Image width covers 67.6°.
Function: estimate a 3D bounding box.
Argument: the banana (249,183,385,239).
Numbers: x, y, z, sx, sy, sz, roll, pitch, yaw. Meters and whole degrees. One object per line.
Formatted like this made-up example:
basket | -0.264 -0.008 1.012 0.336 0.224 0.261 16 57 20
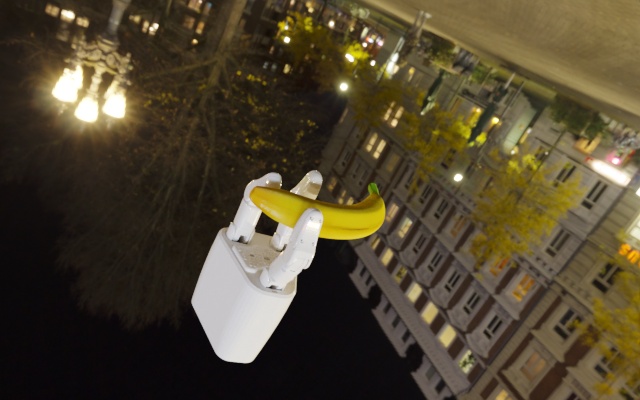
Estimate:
banana | 0.013 0.013 0.514 0.198 0.037 0.069 -1 39 -48
